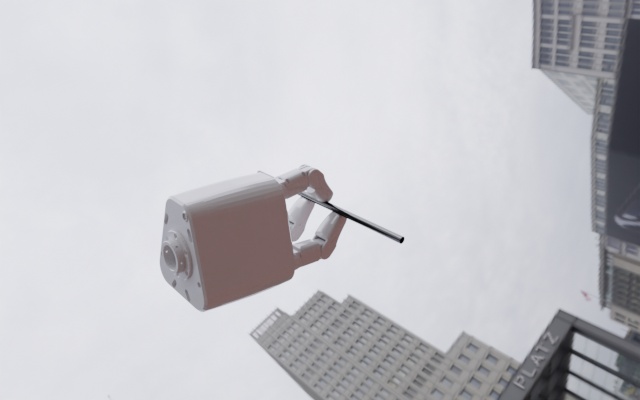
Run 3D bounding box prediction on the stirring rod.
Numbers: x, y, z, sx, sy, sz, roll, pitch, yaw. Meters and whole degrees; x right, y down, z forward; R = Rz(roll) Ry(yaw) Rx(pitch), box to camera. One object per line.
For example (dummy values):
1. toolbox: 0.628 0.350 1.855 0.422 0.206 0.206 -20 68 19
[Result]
1. stirring rod: 0.000 0.002 0.561 0.011 0.011 0.239 0 19 -46
